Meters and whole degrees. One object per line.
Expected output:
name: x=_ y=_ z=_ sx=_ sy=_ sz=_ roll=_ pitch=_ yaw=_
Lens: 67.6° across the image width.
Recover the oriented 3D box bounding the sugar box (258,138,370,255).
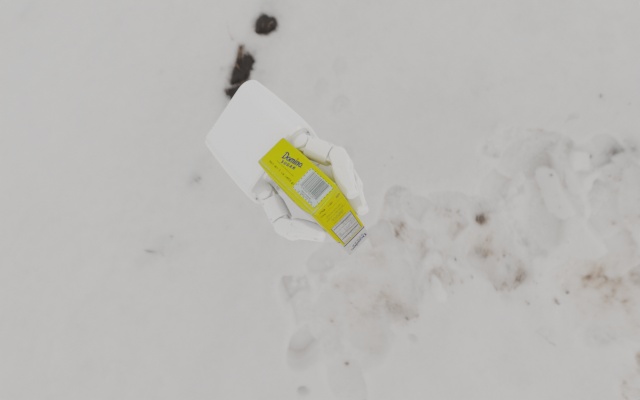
sugar box: x=0.000 y=0.001 z=0.571 sx=0.093 sy=0.048 sz=0.176 roll=44 pitch=0 yaw=25
